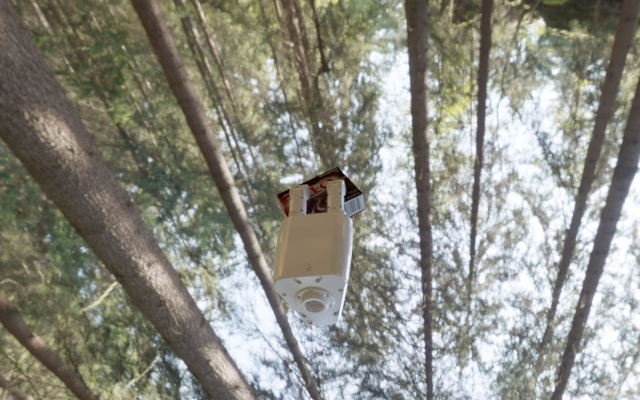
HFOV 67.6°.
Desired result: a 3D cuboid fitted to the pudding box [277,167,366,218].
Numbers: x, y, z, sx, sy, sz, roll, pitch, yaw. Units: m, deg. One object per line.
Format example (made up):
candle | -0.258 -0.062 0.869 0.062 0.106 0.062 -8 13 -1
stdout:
pudding box | 0.000 0.003 0.735 0.113 0.039 0.090 -24 39 -12
